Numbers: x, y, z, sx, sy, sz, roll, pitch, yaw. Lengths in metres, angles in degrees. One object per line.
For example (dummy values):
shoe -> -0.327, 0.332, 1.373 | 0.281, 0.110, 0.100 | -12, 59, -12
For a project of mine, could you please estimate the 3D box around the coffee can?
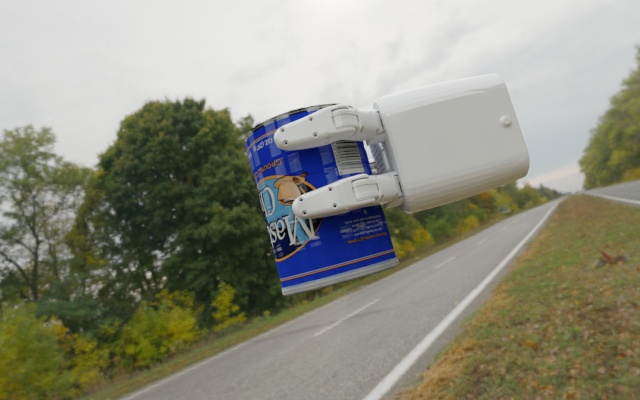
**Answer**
coffee can -> 0.000, 0.002, 0.416 | 0.103, 0.140, 0.103 | -15, -7, -2
